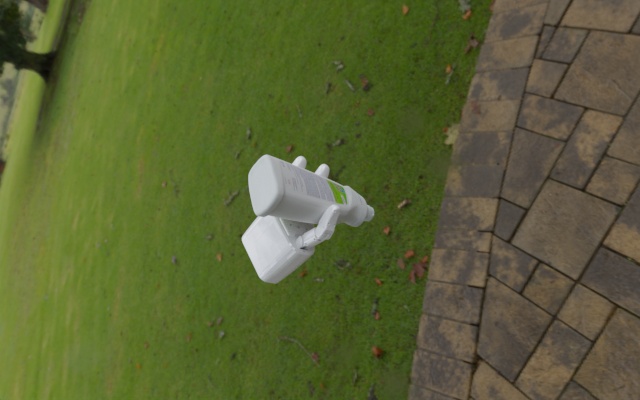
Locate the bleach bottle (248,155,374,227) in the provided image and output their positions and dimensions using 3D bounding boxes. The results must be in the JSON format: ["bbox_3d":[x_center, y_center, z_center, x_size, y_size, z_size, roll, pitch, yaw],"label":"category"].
[{"bbox_3d":[0.000,0.003,0.821,0.251,0.102,0.068,18,-48,-38],"label":"bleach bottle"}]
